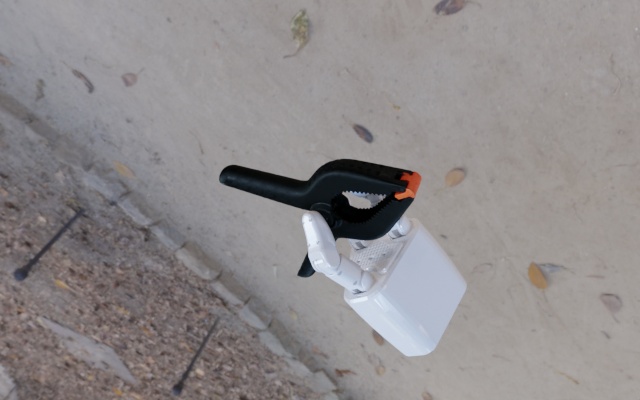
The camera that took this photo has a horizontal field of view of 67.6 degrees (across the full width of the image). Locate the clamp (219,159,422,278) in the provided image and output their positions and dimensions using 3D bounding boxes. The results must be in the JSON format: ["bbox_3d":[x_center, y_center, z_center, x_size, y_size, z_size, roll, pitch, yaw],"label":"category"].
[{"bbox_3d":[0.000,0.002,0.484,0.210,0.164,0.036,-24,27,42],"label":"clamp"}]
